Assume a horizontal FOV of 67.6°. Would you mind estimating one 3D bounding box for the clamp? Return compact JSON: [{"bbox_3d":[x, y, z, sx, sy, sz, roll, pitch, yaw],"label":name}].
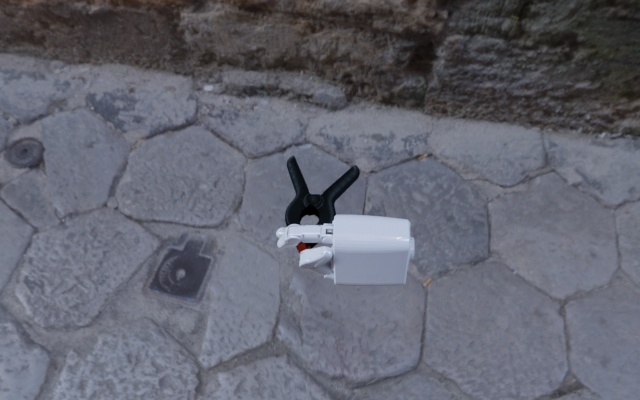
[{"bbox_3d":[0.000,0.002,0.750,0.120,0.171,0.039,-1,-29,8],"label":"clamp"}]
